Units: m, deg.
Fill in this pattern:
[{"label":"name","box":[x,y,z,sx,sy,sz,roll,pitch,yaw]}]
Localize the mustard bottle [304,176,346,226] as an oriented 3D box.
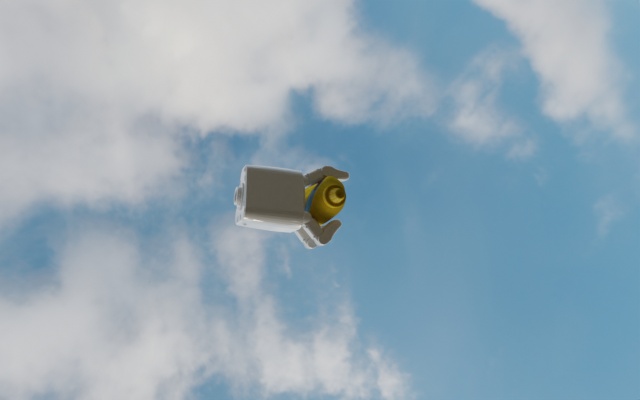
[{"label":"mustard bottle","box":[0.000,0.003,0.895,0.058,0.096,0.191,32,-18,-12]}]
